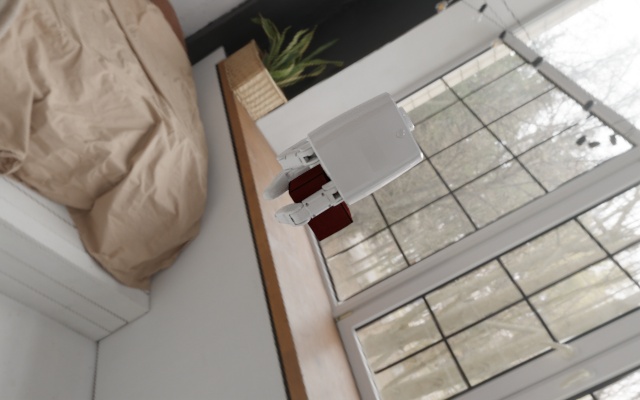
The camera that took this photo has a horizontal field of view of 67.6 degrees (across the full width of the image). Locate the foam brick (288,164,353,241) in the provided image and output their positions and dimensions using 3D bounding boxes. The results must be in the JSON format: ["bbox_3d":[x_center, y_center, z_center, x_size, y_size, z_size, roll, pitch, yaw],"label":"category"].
[{"bbox_3d":[0.000,0.002,0.609,0.051,0.078,0.053,-30,18,6],"label":"foam brick"}]
